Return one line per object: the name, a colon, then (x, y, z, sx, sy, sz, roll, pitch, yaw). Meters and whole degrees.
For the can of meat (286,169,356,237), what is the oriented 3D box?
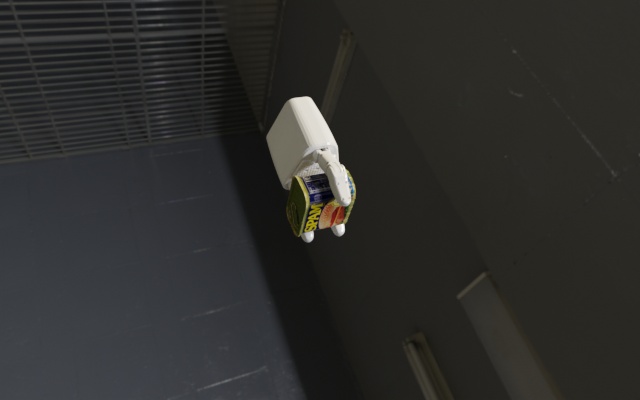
can of meat: (0.000, 0.002, 0.728, 0.084, 0.057, 0.102, -12, -35, -22)
